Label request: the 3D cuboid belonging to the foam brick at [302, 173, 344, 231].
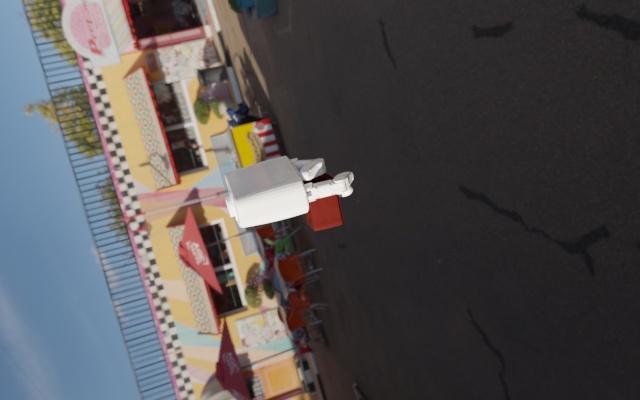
[{"bbox_3d":[0.000,0.003,0.773,0.051,0.078,0.053,-16,18,-13],"label":"foam brick"}]
